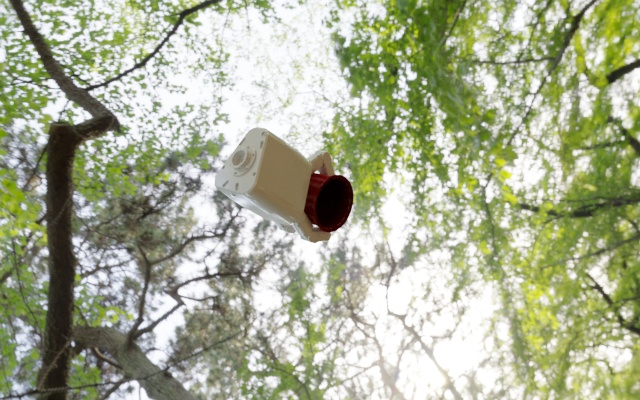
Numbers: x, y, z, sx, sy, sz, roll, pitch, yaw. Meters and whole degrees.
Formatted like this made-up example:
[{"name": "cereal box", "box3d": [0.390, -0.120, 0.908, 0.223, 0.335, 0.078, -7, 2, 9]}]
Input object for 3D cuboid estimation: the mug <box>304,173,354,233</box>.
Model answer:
[{"name": "mug", "box3d": [0.001, 0.003, 0.783, 0.081, 0.093, 0.117, 16, -15, 42]}]
